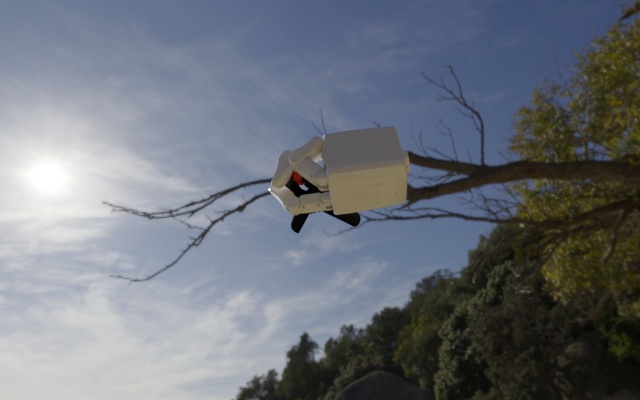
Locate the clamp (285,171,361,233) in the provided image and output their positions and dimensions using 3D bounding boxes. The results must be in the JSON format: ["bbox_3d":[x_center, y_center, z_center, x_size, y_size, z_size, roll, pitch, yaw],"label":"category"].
[{"bbox_3d":[0.000,0.002,0.757,0.120,0.039,0.172,-8,-31,4],"label":"clamp"}]
